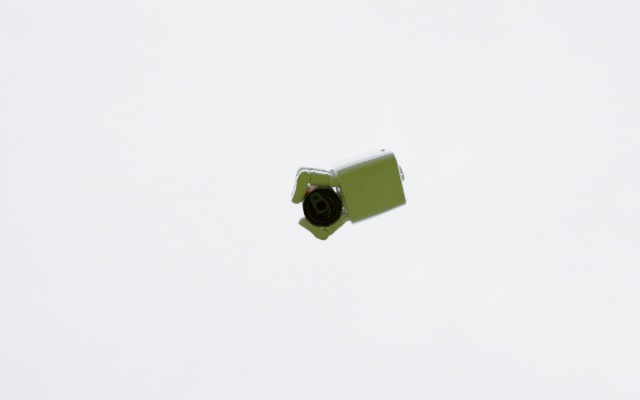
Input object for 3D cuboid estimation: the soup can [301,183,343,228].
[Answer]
[{"bbox_3d":[0.000,0.003,0.841,0.068,0.068,0.102,0,11,-4],"label":"soup can"}]
